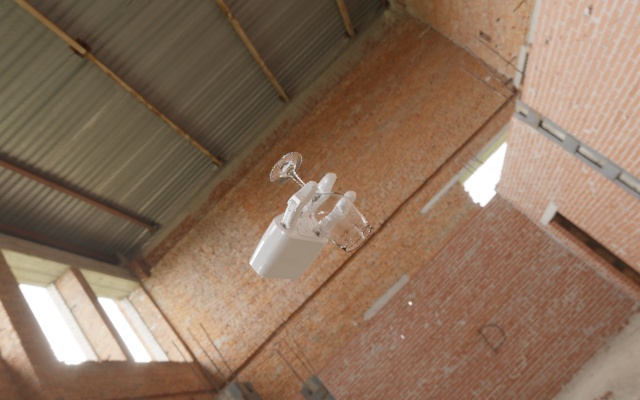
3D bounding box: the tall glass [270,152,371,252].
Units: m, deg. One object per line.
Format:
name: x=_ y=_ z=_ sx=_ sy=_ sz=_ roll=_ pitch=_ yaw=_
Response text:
tall glass: x=0.000 y=0.002 z=0.852 sx=0.201 sy=0.079 sz=0.079 roll=44 pitch=22 yaw=25
